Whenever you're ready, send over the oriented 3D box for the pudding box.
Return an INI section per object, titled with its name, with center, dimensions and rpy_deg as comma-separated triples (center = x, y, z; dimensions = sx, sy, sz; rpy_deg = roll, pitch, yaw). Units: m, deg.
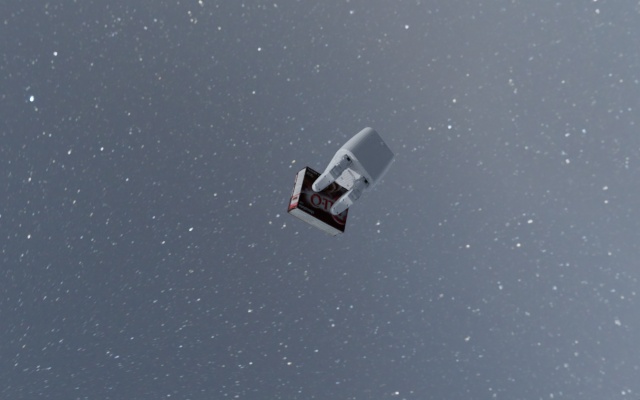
[pudding box]
center = 0.000, 0.003, 0.885
dimensions = 0.113, 0.090, 0.039
rpy_deg = 27, -34, -25
